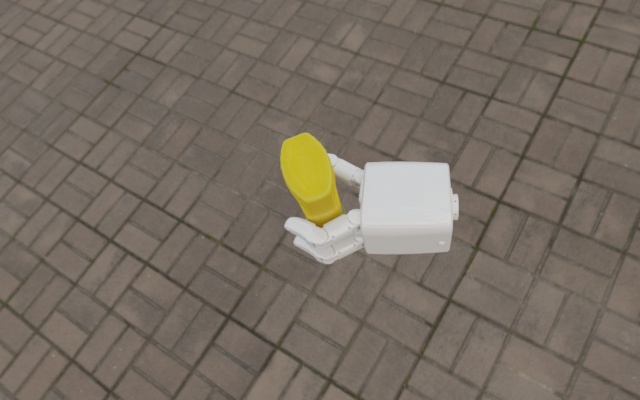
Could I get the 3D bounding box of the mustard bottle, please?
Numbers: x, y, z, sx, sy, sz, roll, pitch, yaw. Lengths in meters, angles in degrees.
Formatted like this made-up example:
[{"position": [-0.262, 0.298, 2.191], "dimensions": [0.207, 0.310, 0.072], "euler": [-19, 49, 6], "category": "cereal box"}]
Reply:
[{"position": [0.000, 0.002, 0.625], "dimensions": [0.058, 0.096, 0.192], "euler": [-22, -29, 0], "category": "mustard bottle"}]
